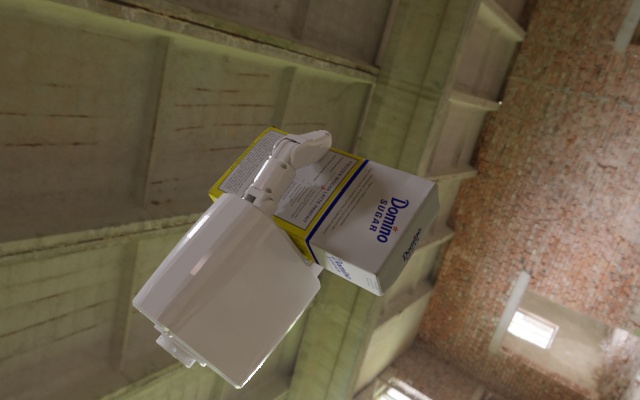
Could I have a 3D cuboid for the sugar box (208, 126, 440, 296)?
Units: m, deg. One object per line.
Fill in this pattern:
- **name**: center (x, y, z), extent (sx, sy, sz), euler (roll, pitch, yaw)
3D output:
- **sugar box**: center (0.000, 0.002, 0.405), extent (0.176, 0.093, 0.048), euler (25, -26, 29)
